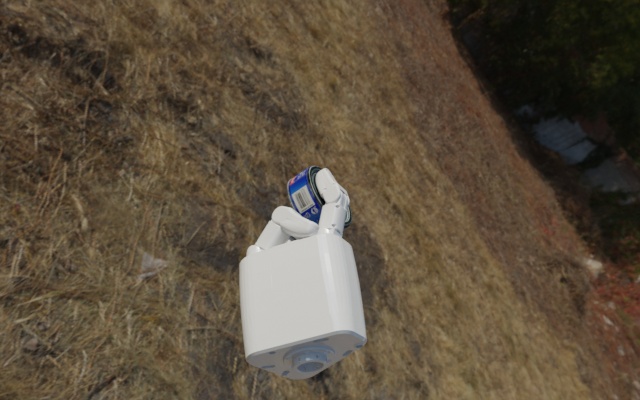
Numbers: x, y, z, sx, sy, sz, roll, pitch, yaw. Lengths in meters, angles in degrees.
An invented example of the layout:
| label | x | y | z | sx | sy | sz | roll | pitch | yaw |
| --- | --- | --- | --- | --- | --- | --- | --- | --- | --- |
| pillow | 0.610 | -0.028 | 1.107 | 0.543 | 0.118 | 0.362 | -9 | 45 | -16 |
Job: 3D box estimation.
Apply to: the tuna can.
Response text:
| label | x | y | z | sx | sy | sz | roll | pitch | yaw |
| --- | --- | --- | --- | --- | --- | --- | --- | --- | --- |
| tuna can | 0.001 | 0.002 | 0.569 | 0.034 | 0.086 | 0.086 | -33 | -14 | 22 |
